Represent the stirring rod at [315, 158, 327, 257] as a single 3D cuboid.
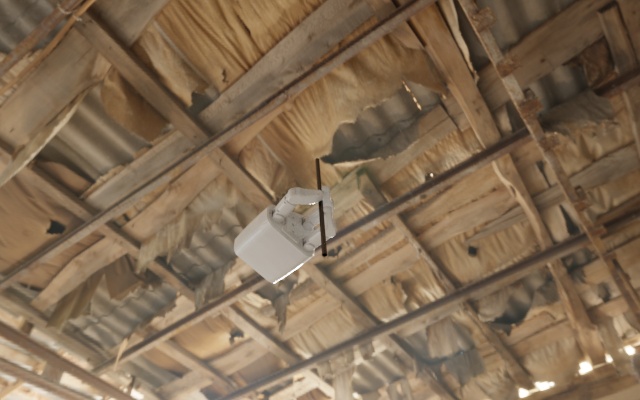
[{"bbox_3d":[0.000,0.003,0.805,0.011,0.011,0.239,0,41,-4],"label":"stirring rod"}]
